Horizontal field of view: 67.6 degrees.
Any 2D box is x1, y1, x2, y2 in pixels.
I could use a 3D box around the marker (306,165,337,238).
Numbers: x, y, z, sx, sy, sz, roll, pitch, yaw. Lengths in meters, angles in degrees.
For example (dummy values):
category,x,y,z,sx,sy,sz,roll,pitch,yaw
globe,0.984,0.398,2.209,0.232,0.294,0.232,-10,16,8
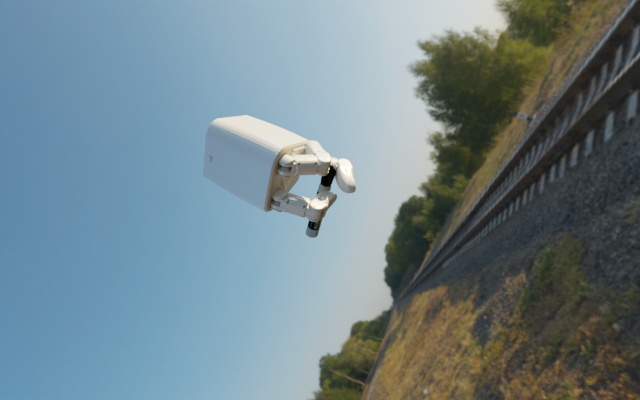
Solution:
category,x,y,z,sx,sy,sz,roll,pitch,yaw
marker,0.000,0.002,0.673,0.020,0.121,0.020,10,36,-8
